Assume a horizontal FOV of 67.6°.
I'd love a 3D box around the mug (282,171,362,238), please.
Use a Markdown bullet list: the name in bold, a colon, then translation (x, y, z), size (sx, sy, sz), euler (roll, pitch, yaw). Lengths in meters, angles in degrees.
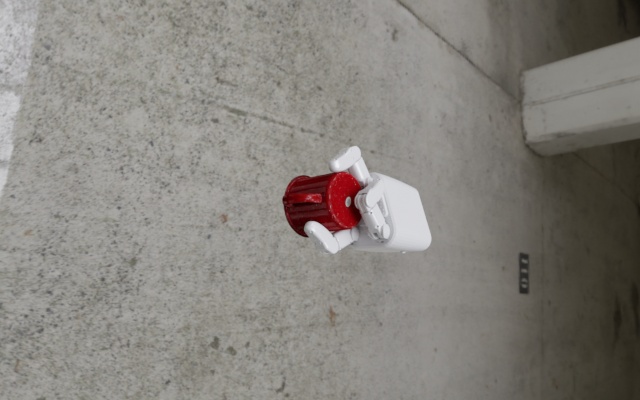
- **mug**: translation (-0.001, 0.002, 0.670), size (0.081, 0.093, 0.117), euler (-9, -14, 42)
